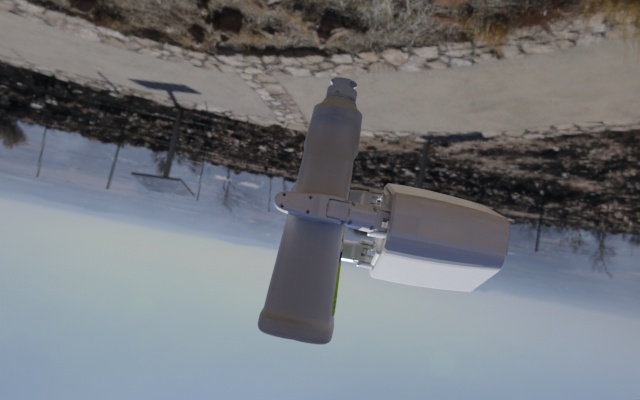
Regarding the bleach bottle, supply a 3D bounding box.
[{"bbox_3d":[0.000,0.002,0.460,0.068,0.251,0.102,11,-7,2],"label":"bleach bottle"}]
